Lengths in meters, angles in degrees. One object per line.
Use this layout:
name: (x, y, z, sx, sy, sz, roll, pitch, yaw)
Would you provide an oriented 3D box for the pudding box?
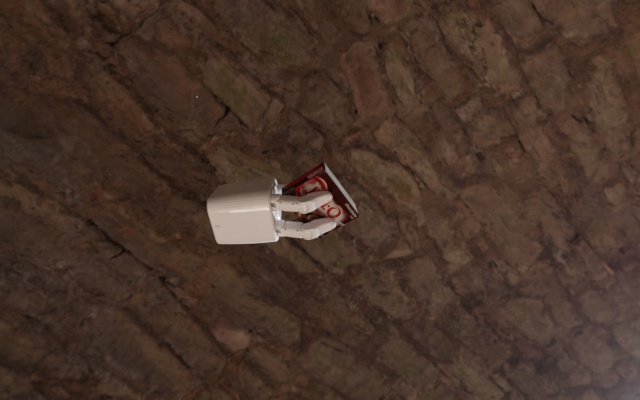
pudding box: (0.000, 0.003, 0.820, 0.090, 0.113, 0.039, -31, 31, 16)
